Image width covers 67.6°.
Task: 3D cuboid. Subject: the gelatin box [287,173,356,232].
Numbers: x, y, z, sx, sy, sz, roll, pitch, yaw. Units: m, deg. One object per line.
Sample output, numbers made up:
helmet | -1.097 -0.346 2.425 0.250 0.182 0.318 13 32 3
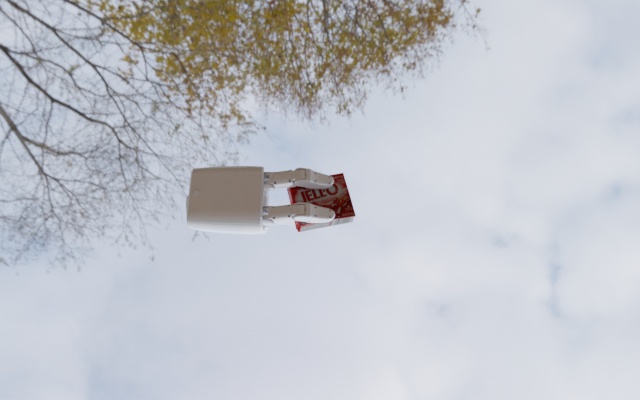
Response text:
gelatin box | 0.000 0.002 0.714 0.089 0.073 0.030 -10 -23 -13
